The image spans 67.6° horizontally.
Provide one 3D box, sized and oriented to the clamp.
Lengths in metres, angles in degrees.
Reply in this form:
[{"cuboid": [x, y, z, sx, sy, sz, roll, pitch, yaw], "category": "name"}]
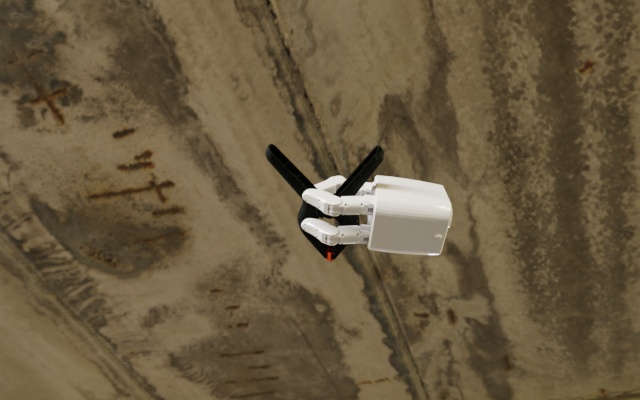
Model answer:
[{"cuboid": [0.000, 0.002, 0.712, 0.164, 0.210, 0.036, 8, 37, 6], "category": "clamp"}]
